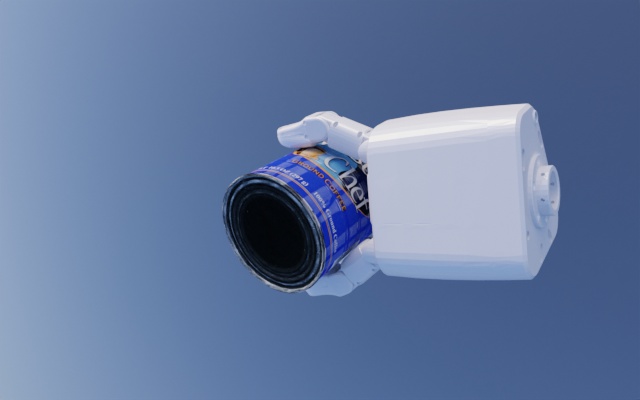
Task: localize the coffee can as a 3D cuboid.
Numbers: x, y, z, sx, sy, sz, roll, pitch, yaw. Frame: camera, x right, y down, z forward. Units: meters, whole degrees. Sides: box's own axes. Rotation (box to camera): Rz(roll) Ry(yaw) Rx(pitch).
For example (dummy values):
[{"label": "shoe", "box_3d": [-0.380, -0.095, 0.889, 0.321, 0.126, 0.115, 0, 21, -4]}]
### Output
[{"label": "coffee can", "box_3d": [0.000, 0.001, 0.420, 0.103, 0.103, 0.140, 0, 22, 38]}]
